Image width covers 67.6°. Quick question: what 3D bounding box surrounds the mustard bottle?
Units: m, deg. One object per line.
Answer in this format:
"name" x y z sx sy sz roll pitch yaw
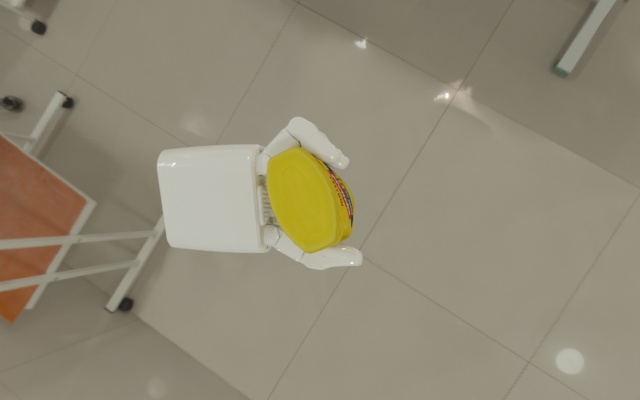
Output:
"mustard bottle" 0.000 0.002 0.512 0.058 0.096 0.191 -25 -6 9
